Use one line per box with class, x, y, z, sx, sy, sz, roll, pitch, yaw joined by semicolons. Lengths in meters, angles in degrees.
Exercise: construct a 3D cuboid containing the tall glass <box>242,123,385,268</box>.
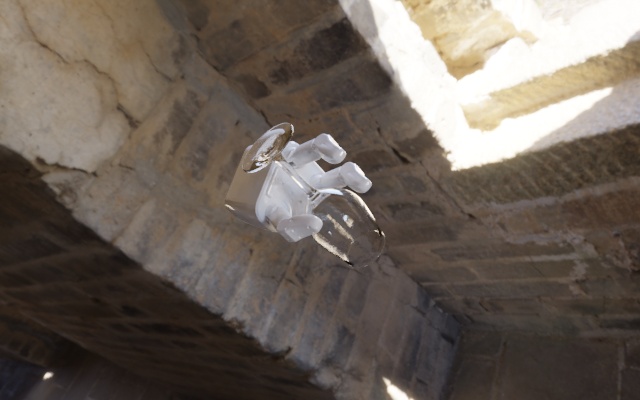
tall glass;0.000;0.002;0.581;0.079;0.079;0.201;0;-38;50
